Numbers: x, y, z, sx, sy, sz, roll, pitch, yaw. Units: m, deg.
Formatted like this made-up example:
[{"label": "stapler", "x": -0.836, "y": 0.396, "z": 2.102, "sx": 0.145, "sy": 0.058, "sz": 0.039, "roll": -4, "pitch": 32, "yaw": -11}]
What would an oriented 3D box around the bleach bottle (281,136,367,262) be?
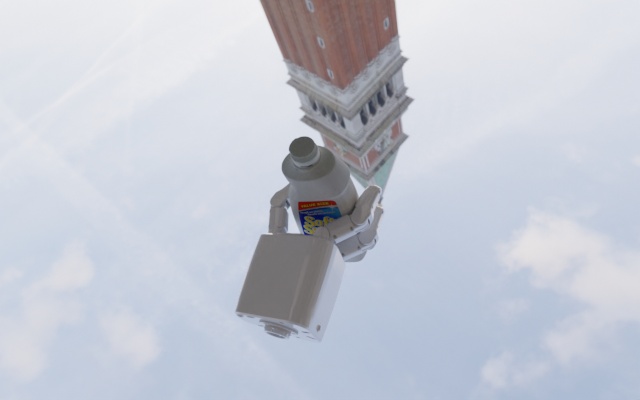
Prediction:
[{"label": "bleach bottle", "x": 0.000, "y": 0.002, "z": 0.614, "sx": 0.102, "sy": 0.068, "sz": 0.251, "roll": 8, "pitch": -26, "yaw": 19}]
